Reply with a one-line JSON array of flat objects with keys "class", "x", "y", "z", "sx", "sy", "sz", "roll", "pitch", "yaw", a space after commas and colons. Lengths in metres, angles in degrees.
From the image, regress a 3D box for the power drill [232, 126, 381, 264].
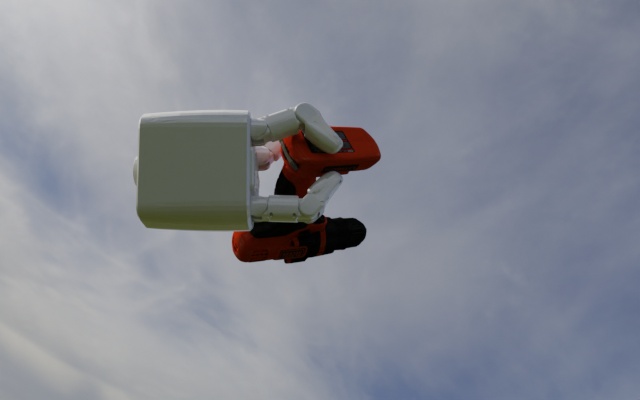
[{"class": "power drill", "x": 0.000, "y": 0.001, "z": 0.561, "sx": 0.184, "sy": 0.057, "sz": 0.188, "roll": -5, "pitch": -42, "yaw": -30}]
